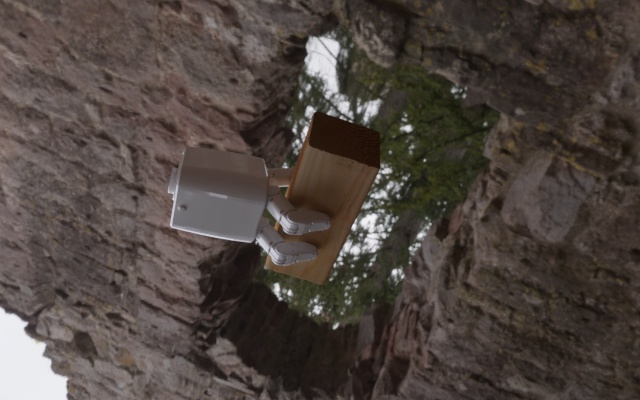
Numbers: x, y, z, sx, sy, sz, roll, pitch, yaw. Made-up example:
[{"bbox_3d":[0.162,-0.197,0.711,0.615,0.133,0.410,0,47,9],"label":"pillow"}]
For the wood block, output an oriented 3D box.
[{"bbox_3d":[0.000,0.002,0.631,0.090,0.206,0.090,17,37,-7],"label":"wood block"}]
